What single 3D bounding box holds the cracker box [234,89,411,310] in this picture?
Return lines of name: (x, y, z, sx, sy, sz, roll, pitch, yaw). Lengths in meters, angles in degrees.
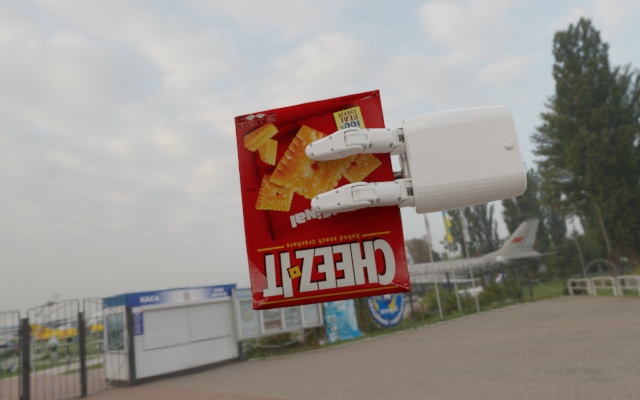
cracker box: (0.000, 0.002, 0.517, 0.164, 0.213, 0.072, -8, -12, 6)
